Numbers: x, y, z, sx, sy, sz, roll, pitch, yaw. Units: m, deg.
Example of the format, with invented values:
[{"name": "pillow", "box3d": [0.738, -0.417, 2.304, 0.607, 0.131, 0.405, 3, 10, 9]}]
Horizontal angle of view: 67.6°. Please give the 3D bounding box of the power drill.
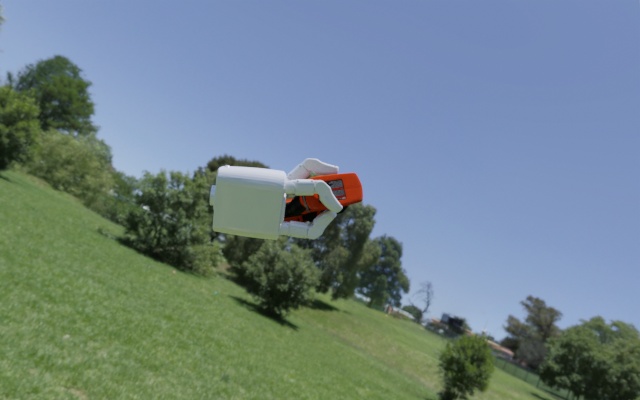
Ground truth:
[{"name": "power drill", "box3d": [0.000, 0.003, 0.867, 0.184, 0.057, 0.188, -11, -9, -27]}]
